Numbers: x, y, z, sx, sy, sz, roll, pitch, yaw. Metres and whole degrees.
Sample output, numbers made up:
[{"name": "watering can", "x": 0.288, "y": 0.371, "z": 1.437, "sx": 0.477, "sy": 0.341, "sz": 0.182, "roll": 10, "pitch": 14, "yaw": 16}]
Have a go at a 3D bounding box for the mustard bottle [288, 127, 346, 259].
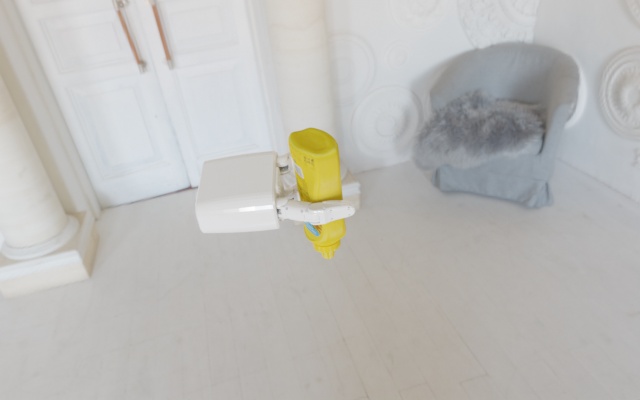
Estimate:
[{"name": "mustard bottle", "x": 0.000, "y": 0.002, "z": 0.665, "sx": 0.058, "sy": 0.192, "sz": 0.096, "roll": -19, "pitch": 33, "yaw": -17}]
